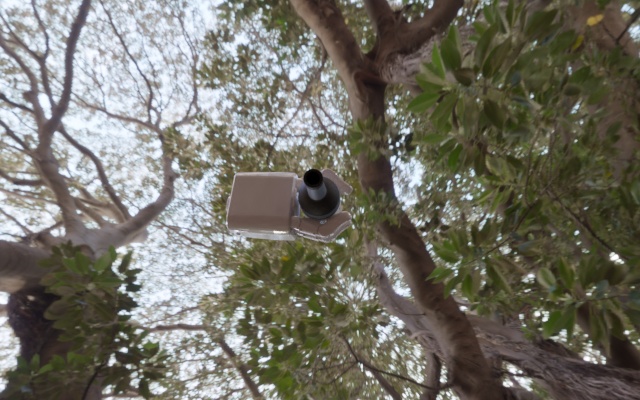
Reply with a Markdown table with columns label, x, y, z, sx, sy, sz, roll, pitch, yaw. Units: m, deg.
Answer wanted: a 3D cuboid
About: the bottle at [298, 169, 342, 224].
| label | x | y | z | sx | sy | sz | roll | pitch | yaw |
| --- | --- | --- | --- | --- | --- | --- | --- | --- | --- |
| bottle | 0.000 | 0.003 | 0.790 | 0.069 | 0.069 | 0.296 | 0 | -13 | 4 |
